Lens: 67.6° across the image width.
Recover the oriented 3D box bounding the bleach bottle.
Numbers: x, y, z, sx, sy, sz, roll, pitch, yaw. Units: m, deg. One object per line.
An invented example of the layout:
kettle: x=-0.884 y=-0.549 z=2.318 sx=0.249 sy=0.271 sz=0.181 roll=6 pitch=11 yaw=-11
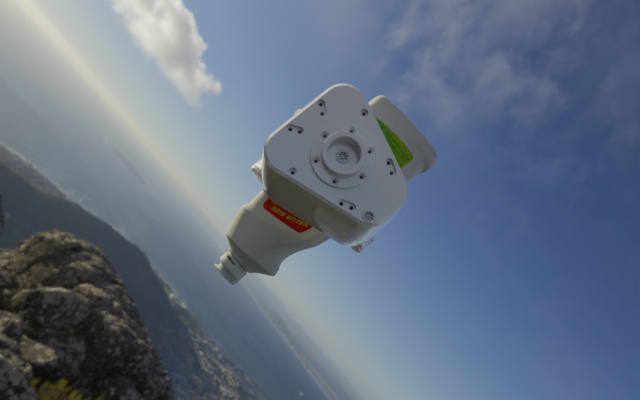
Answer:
bleach bottle: x=0.000 y=0.002 z=0.508 sx=0.251 sy=0.102 sz=0.068 roll=-41 pitch=-5 yaw=-11
